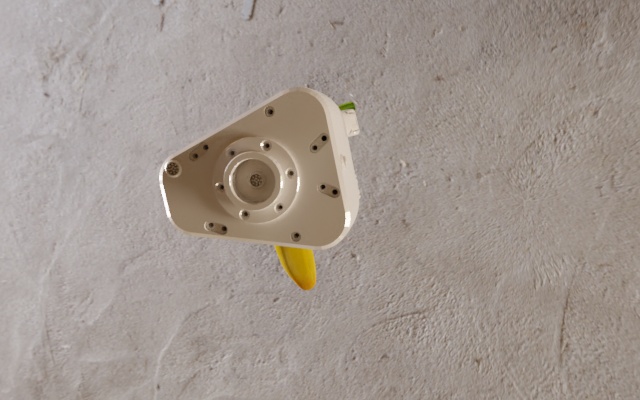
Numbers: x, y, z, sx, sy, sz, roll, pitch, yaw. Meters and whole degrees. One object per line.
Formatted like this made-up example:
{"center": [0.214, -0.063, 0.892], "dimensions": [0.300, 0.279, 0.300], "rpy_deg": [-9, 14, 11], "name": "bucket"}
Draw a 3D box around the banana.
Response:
{"center": [-0.017, -0.005, 0.469], "dimensions": [0.069, 0.198, 0.037], "rpy_deg": [11, 10, -16], "name": "banana"}
